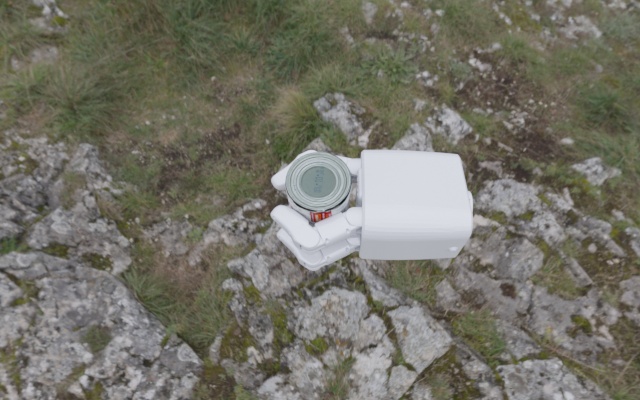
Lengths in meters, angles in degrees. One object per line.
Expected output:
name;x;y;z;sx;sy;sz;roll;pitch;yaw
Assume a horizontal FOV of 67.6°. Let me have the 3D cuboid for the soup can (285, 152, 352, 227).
soup can;0.000;0.001;0.511;0.068;0.068;0.102;0;-25;2
